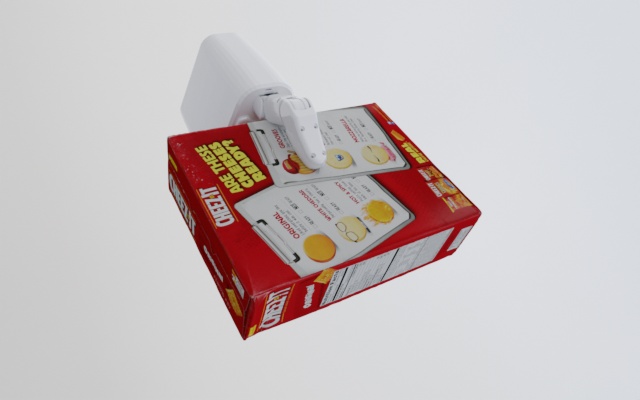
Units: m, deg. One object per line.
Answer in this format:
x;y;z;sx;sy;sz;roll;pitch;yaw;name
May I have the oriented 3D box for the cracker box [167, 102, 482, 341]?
0.000;0.001;0.410;0.213;0.164;0.072;-16;-37;-29;cracker box
